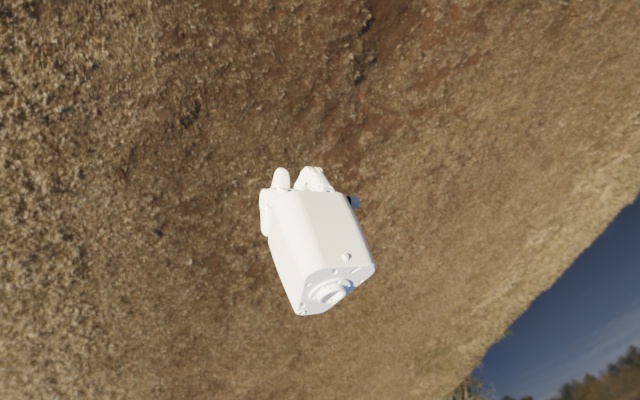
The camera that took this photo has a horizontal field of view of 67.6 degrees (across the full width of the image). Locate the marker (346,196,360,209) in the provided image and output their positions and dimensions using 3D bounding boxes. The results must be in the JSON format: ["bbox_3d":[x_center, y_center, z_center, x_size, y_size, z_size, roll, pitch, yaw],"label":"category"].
[{"bbox_3d":[0.000,0.002,0.655,0.121,0.020,0.020,1,-1,-31],"label":"marker"}]
